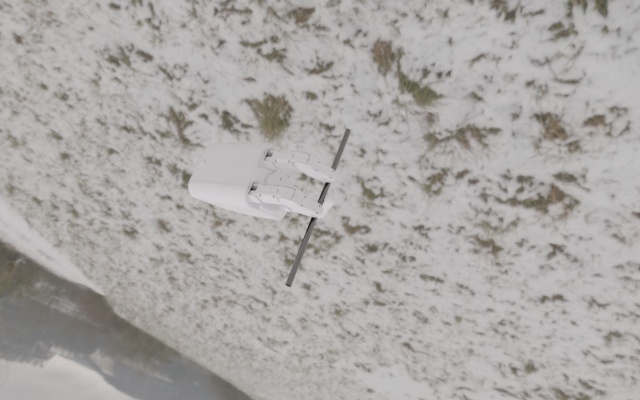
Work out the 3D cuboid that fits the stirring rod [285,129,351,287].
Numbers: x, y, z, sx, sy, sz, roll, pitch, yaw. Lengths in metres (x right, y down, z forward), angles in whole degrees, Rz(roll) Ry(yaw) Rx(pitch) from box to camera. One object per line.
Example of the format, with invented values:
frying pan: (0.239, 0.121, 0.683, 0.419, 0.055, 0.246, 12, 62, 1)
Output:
stirring rod: (0.000, 0.002, 0.634, 0.011, 0.239, 0.011, 18, -24, 8)
